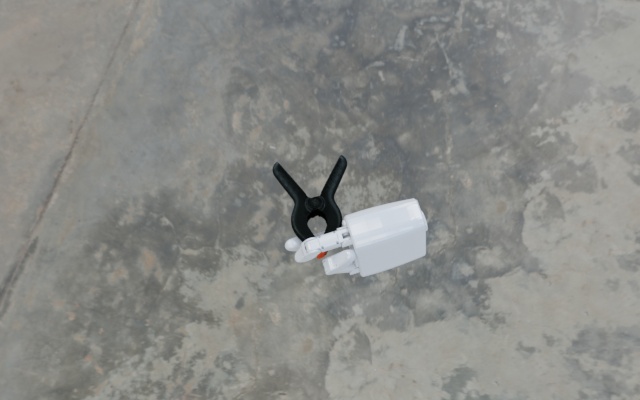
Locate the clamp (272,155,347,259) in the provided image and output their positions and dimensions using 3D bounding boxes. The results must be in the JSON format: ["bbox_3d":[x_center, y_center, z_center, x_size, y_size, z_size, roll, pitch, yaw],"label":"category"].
[{"bbox_3d":[0.000,0.002,0.748,0.120,0.171,0.039,-17,-20,0],"label":"clamp"}]
